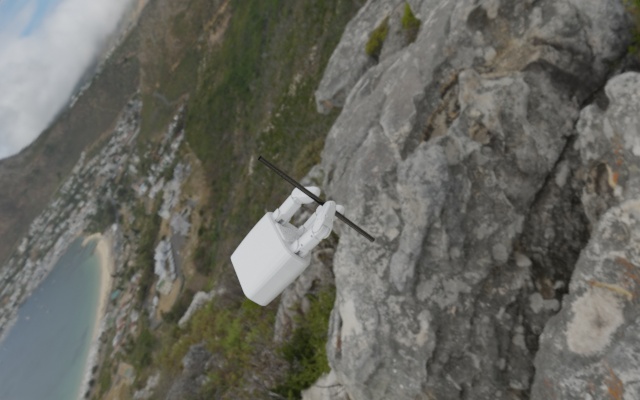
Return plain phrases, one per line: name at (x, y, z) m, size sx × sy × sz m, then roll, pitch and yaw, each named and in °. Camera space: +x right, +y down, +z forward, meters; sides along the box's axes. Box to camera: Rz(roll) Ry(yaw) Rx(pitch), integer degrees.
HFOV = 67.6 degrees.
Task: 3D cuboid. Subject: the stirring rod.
stirring rod at (0.000, 0.003, 0.737) m, size 0.239 × 0.011 × 0.011 m, roll 36°, pitch -18°, yaw -27°
